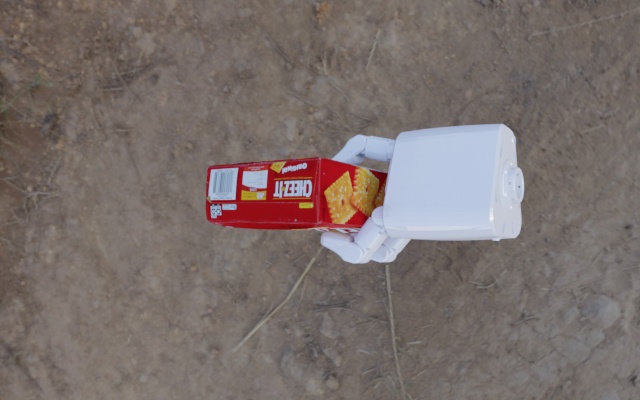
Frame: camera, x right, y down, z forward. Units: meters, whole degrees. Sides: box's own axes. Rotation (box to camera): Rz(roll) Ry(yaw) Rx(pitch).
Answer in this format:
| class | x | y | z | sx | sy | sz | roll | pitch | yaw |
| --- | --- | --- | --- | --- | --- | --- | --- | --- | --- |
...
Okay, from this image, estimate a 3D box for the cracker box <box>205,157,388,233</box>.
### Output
| class | x | y | z | sx | sy | sz | roll | pitch | yaw |
| --- | --- | --- | --- | --- | --- | --- | --- | --- | --- |
| cracker box | 0.000 | 0.002 | 0.561 | 0.164 | 0.072 | 0.214 | -1 | -6 | 38 |
